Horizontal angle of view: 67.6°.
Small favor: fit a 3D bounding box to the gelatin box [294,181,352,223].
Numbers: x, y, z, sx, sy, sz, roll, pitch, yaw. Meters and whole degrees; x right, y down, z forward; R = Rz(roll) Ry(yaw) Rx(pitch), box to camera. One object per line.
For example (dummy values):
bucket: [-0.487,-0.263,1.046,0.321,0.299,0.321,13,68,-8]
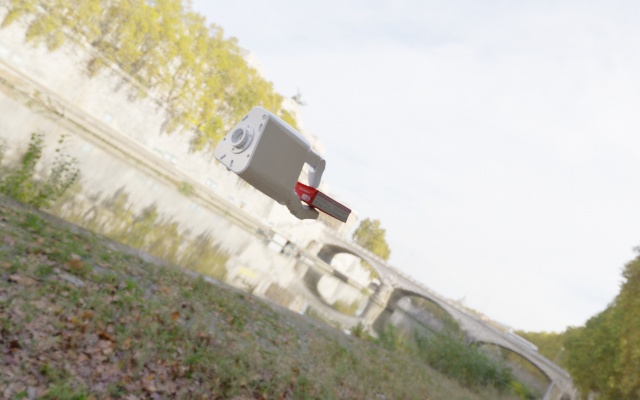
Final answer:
gelatin box: [0.001,0.002,0.834,0.089,0.030,0.073,29,-1,-35]
